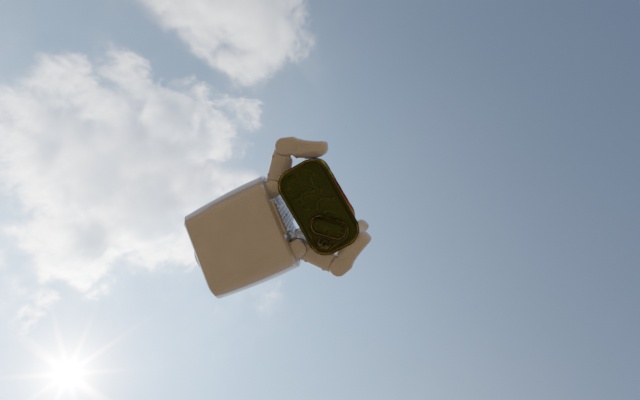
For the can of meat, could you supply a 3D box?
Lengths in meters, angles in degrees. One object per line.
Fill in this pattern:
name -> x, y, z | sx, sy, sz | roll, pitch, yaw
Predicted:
can of meat -> 0.000, 0.002, 0.541 | 0.057, 0.102, 0.084 | -29, 6, 7
